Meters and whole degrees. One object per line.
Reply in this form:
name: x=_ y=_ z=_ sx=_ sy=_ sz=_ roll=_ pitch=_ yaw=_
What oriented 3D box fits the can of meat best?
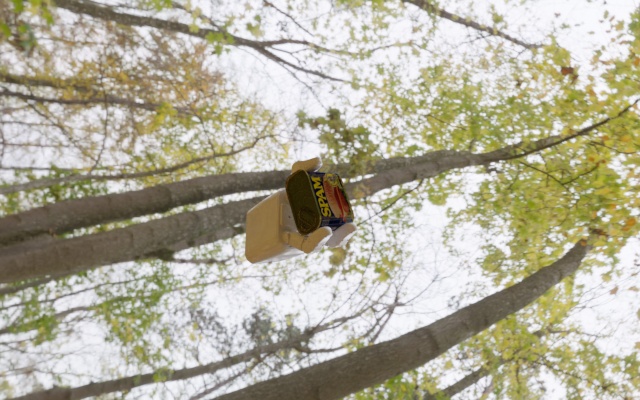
can of meat: x=0.000 y=0.002 z=0.777 sx=0.084 sy=0.102 sz=0.057 roll=-1 pitch=-23 yaw=-45
